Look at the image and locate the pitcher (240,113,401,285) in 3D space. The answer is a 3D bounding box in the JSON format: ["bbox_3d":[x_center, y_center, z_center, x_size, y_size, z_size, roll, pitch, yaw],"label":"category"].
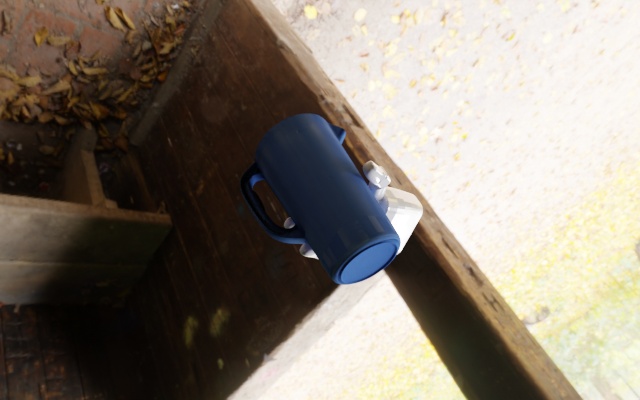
[{"bbox_3d":[0.000,0.002,0.692,0.145,0.242,0.149,7,-49,-45],"label":"pitcher"}]
